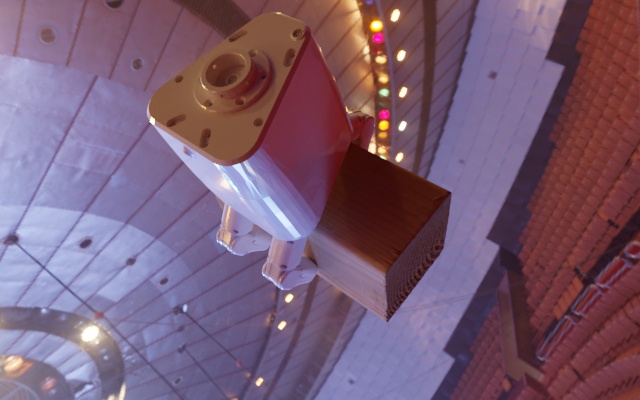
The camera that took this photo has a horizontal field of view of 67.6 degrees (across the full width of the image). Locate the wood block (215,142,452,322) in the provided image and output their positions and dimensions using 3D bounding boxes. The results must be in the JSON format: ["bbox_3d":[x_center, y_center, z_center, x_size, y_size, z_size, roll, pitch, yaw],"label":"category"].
[{"bbox_3d":[0.000,0.001,0.427,0.206,0.090,0.090,31,-27,28],"label":"wood block"}]
